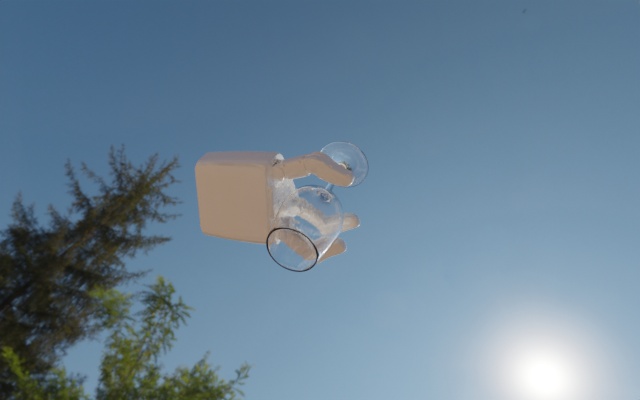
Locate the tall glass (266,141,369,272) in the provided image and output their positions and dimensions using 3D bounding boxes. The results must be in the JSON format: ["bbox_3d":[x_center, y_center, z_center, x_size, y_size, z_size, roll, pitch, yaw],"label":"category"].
[{"bbox_3d":[0.000,0.002,0.600,0.079,0.079,0.201,0,32,22],"label":"tall glass"}]
